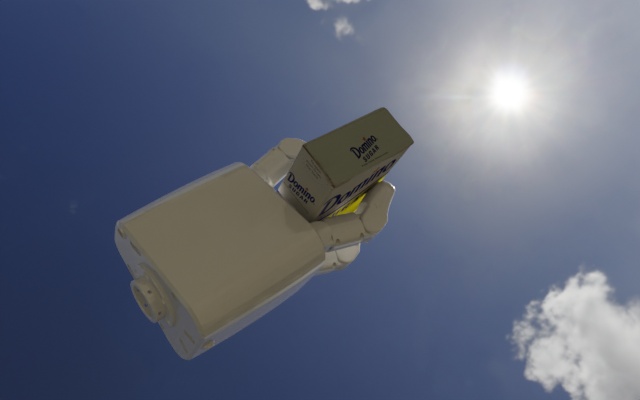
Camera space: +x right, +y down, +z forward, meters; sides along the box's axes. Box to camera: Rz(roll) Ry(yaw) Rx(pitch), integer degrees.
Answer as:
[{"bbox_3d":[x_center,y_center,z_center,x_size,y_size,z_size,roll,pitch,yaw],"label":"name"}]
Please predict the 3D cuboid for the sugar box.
[{"bbox_3d":[0.000,0.002,0.419,0.093,0.048,0.176,-30,-12,-35],"label":"sugar box"}]
